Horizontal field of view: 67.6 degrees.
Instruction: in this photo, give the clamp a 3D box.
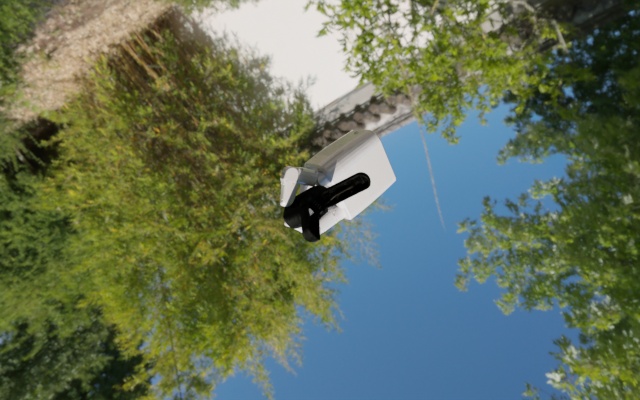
[{"bbox_3d":[0.000,0.003,0.677,0.120,0.039,0.171,-37,18,-13],"label":"clamp"}]
